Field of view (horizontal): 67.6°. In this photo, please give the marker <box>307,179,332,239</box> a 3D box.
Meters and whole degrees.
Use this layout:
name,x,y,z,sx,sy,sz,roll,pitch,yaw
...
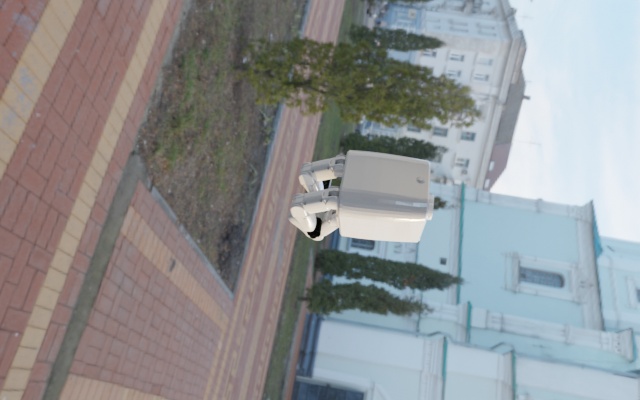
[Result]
name,x,y,z,sx,sy,sz,roll,pitch,yaw
marker,0.000,0.002,0.673,0.020,0.121,0.020,8,-38,6
